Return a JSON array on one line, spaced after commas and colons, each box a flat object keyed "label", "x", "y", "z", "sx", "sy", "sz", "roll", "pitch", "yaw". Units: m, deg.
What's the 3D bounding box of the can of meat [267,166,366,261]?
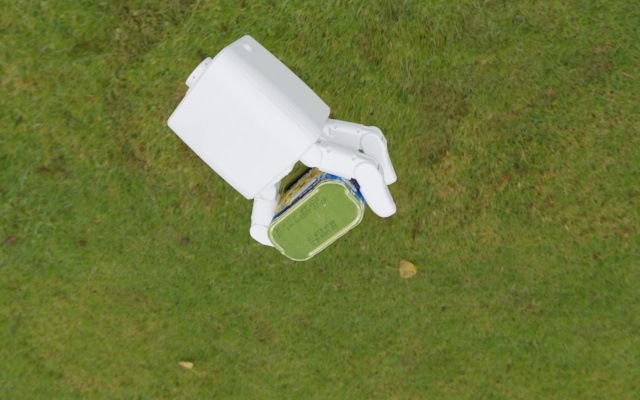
[{"label": "can of meat", "x": 0.000, "y": 0.002, "z": 0.468, "sx": 0.102, "sy": 0.057, "sz": 0.084, "roll": -39, "pitch": 16, "yaw": 26}]
